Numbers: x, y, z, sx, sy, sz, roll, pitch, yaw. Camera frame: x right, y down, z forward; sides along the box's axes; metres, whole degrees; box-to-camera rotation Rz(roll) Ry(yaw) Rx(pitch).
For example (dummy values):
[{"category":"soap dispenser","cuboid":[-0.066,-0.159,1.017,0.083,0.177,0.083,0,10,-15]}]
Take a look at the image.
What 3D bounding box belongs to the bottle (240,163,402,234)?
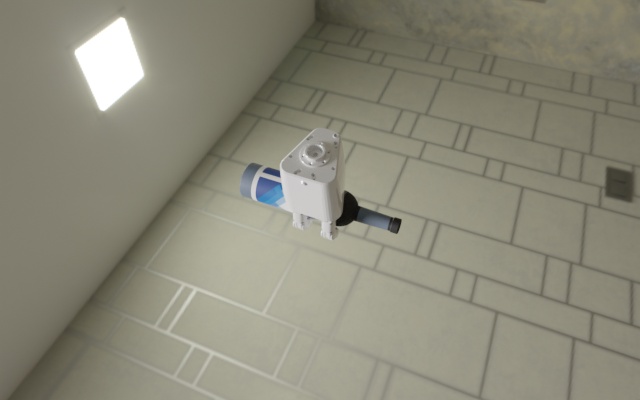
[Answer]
[{"category":"bottle","cuboid":[0.000,0.003,0.857,0.295,0.069,0.069,17,5,15]}]
